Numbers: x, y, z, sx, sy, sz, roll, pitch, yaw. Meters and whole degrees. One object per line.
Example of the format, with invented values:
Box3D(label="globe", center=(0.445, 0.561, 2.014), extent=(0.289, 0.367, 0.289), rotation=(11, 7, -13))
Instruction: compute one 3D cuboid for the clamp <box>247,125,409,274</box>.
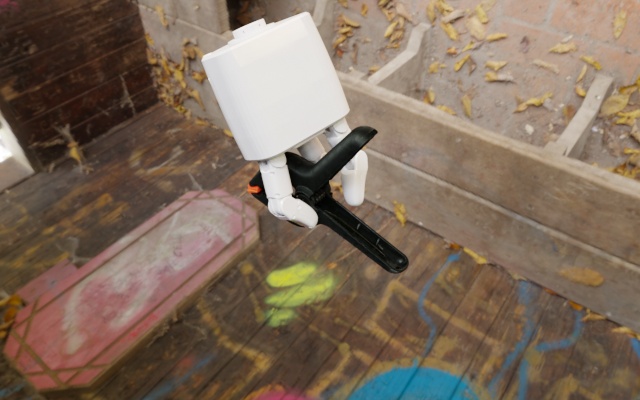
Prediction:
Box3D(label="clamp", center=(-0.001, 0.002, 0.523), extent=(0.210, 0.165, 0.036), rotation=(2, 33, 45))
